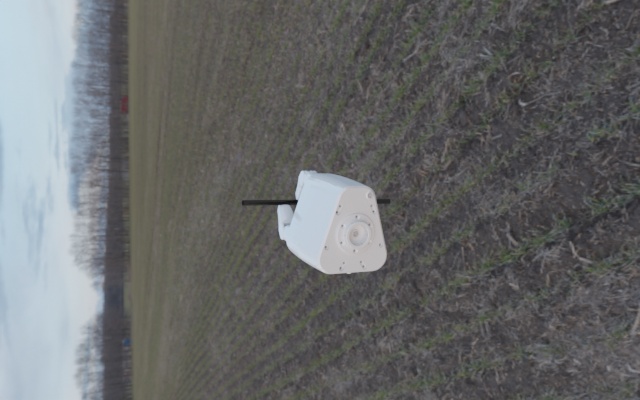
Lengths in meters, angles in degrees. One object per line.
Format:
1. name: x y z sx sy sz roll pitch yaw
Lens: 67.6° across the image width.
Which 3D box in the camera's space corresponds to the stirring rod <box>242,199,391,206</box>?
1. stirring rod: 0.000 0.002 0.728 0.239 0.011 0.011 -1 0 -22
